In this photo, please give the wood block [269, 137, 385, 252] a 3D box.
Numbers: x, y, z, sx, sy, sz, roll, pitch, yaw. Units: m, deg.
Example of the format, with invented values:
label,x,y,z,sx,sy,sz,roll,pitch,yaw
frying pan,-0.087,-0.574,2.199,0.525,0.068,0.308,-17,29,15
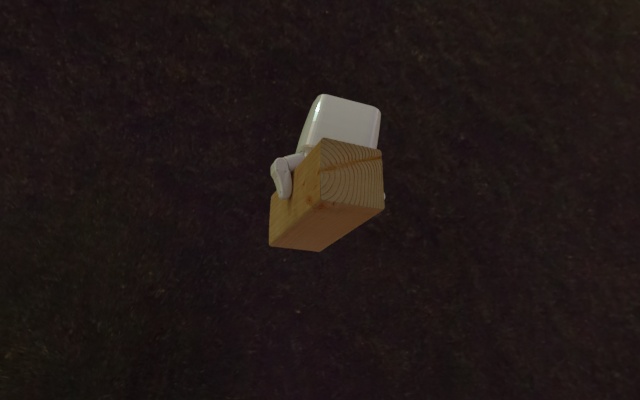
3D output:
label,x,y,z,sx,sy,sz,roll,pitch,yaw
wood block,0.000,0.002,0.693,0.091,0.090,0.206,10,-25,-21
